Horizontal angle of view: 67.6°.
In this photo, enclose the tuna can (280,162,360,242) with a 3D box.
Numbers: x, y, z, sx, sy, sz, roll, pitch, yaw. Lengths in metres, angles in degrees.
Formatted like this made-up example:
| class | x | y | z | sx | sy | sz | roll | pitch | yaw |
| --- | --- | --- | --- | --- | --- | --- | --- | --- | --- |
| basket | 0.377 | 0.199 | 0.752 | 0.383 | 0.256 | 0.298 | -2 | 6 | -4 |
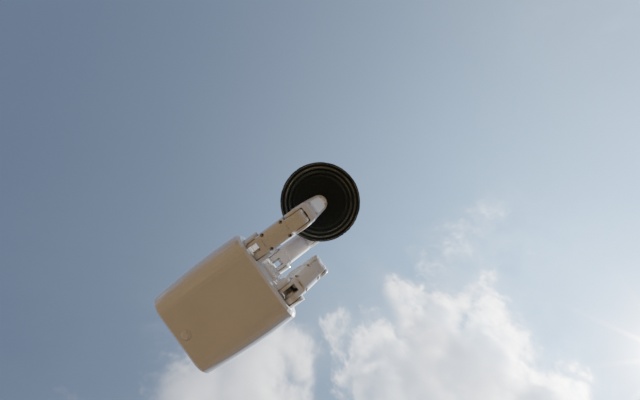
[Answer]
| class | x | y | z | sx | sy | sz | roll | pitch | yaw |
| --- | --- | --- | --- | --- | --- | --- | --- | --- | --- |
| tuna can | 0.000 | 0.002 | 0.527 | 0.086 | 0.086 | 0.034 | 0 | -1 | 2 |
